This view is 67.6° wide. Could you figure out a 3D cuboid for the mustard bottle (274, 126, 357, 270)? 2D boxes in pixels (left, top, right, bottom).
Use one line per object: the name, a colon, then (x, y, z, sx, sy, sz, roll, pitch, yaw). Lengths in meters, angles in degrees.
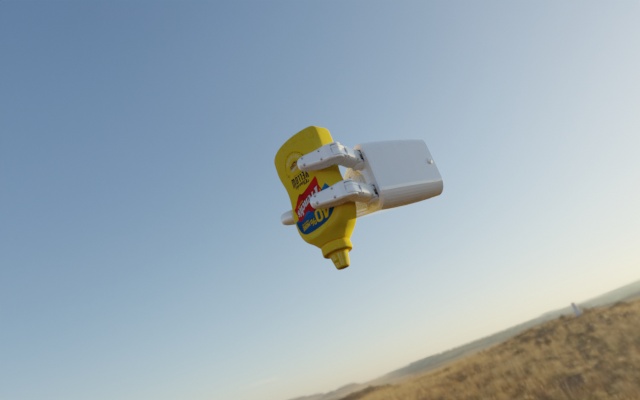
mustard bottle: (0.000, 0.002, 0.645, 0.058, 0.191, 0.096, 4, -32, -47)
